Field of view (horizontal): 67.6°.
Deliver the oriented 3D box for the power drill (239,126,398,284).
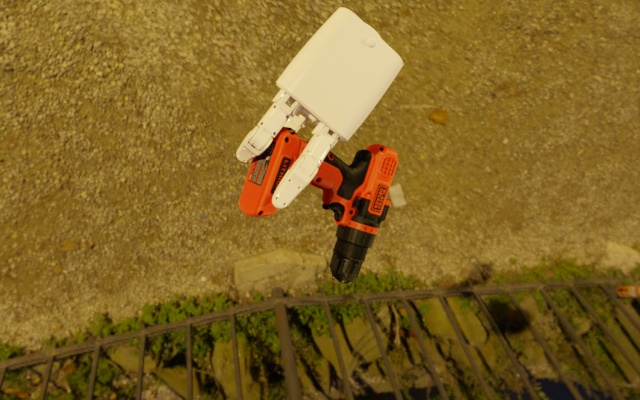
[{"bbox_3d":[0.000,0.002,0.577,0.188,0.184,0.057,17,1,-36],"label":"power drill"}]
